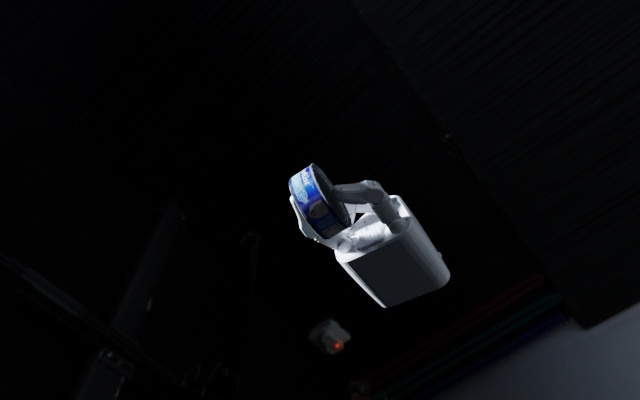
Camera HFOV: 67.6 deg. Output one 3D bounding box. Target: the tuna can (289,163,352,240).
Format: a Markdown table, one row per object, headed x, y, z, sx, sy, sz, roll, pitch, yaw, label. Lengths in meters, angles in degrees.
| x | y | z | sx | sy | sz | roll | pitch | yaw | label |
| --- | --- | --- | --- | --- | --- | --- | --- | --- | --- |
| 0.000 | 0.002 | 0.554 | 0.034 | 0.086 | 0.086 | -32 | -7 | 11 | tuna can |
